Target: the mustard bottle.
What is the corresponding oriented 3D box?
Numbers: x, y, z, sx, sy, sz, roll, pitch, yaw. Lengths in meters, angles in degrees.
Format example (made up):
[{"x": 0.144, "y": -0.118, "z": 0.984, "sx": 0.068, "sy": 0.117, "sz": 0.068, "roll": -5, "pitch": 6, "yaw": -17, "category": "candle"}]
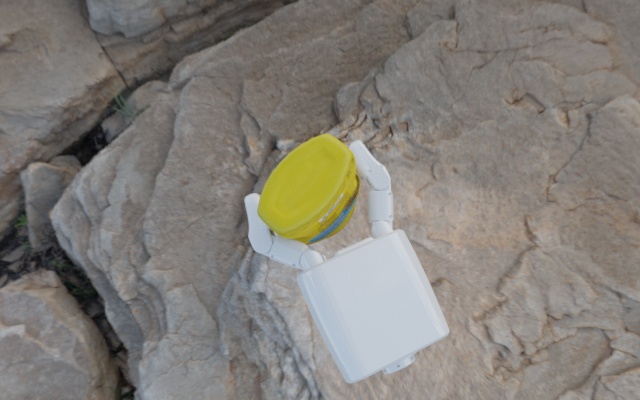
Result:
[{"x": 0.000, "y": 0.001, "z": 0.491, "sx": 0.058, "sy": 0.096, "sz": 0.192, "roll": 39, "pitch": -2, "yaw": 13, "category": "mustard bottle"}]
